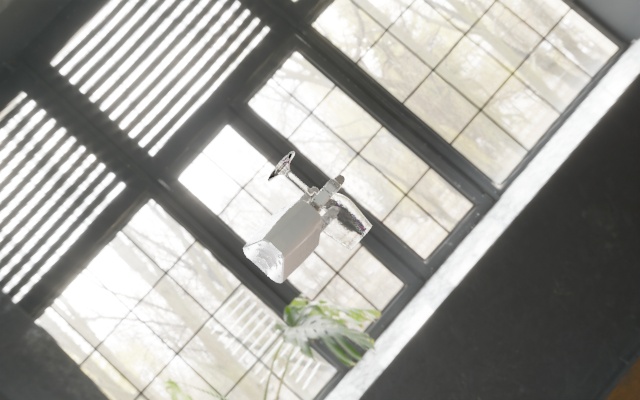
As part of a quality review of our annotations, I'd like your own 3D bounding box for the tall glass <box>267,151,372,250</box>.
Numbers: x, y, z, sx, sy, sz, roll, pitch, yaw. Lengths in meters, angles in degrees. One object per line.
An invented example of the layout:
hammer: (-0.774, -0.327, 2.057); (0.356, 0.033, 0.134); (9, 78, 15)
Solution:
tall glass: (0.000, 0.002, 0.881); (0.201, 0.079, 0.079); (41, 3, 3)
